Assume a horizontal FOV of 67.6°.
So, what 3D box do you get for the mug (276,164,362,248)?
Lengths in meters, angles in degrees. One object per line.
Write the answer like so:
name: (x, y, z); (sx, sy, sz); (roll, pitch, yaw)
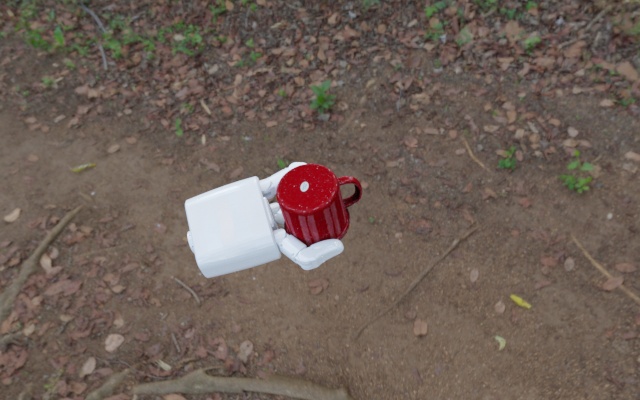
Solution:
mug: (0.001, 0.002, 0.630); (0.117, 0.093, 0.082); (-20, -37, -3)
